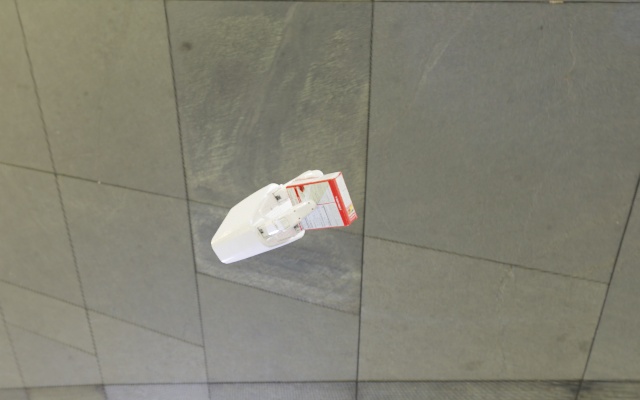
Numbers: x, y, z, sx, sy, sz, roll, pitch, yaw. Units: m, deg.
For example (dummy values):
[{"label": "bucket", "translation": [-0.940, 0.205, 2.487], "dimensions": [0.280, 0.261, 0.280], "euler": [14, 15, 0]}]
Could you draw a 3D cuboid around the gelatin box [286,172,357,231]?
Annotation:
[{"label": "gelatin box", "translation": [0.000, 0.002, 0.690], "dimensions": [0.089, 0.073, 0.030], "euler": [-8, 20, 37]}]
